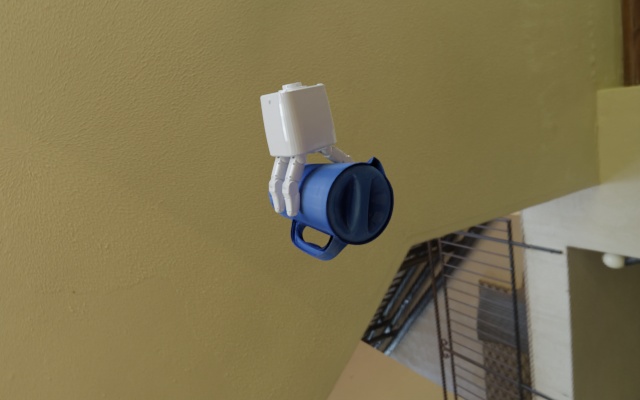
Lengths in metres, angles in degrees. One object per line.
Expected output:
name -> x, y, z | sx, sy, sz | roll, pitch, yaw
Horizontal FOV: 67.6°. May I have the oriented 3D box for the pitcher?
pitcher -> 0.000, 0.003, 0.848 | 0.149, 0.145, 0.243 | -21, 16, -28
